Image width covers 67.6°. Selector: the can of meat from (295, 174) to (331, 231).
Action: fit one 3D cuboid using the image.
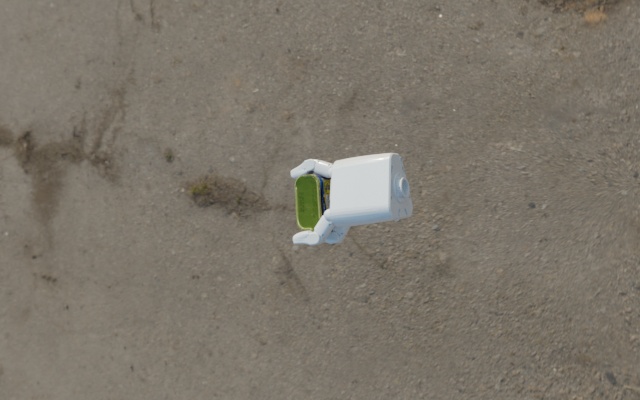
[{"bbox_3d":[0.000,0.003,0.845,0.057,0.102,0.084,-4,0,33],"label":"can of meat"}]
